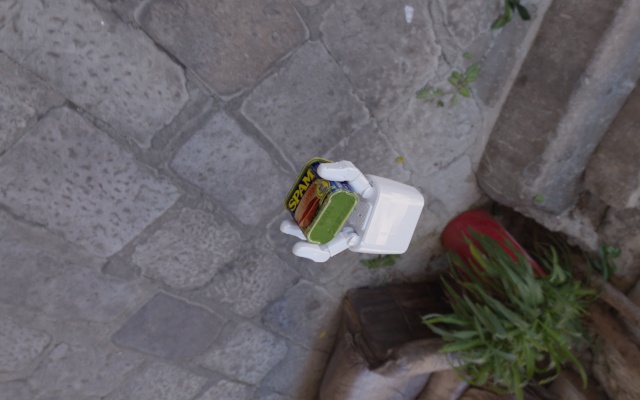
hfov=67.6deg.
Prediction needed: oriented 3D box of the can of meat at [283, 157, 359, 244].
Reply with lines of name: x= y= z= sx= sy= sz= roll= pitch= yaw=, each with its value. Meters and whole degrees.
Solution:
can of meat: x=0.000 y=0.002 z=0.702 sx=0.057 sy=0.102 sz=0.084 roll=13 pitch=29 yaw=-38
